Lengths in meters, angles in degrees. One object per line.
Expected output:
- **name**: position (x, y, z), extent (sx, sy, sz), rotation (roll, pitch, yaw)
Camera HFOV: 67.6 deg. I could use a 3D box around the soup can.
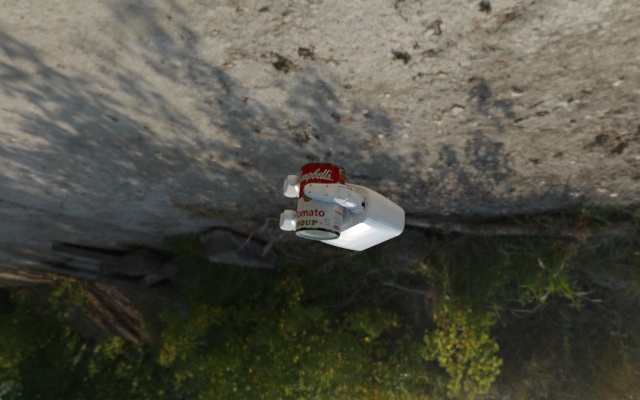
- **soup can**: position (0.000, 0.002, 0.704), extent (0.068, 0.102, 0.068), rotation (5, -16, 1)
